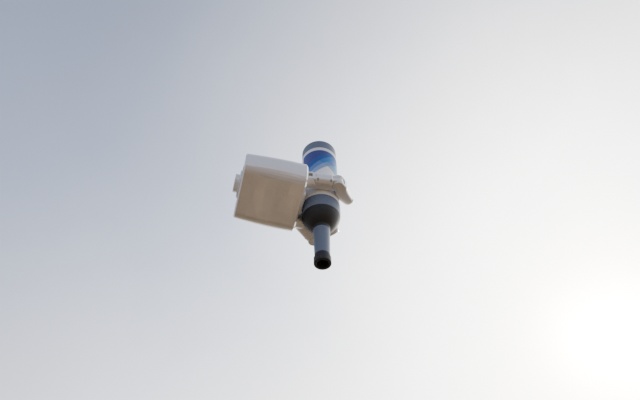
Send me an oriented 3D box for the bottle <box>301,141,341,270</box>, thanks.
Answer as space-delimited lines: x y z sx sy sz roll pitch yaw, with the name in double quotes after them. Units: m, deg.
0.000 0.003 0.833 0.069 0.069 0.295 0 39 -2 "bottle"
